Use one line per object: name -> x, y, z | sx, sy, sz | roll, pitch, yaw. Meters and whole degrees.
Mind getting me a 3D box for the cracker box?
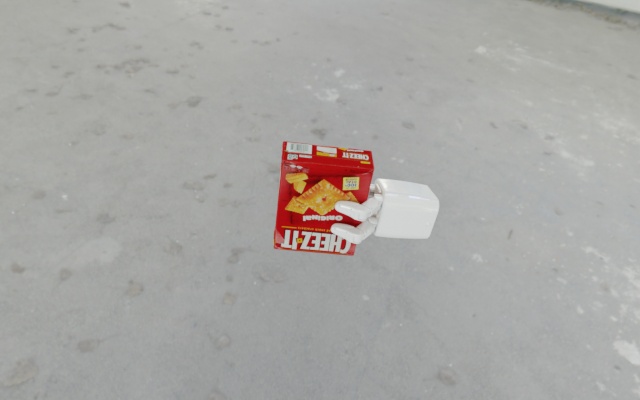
cracker box -> 0.000, 0.003, 0.898 | 0.164, 0.214, 0.072 | 6, 37, -4
